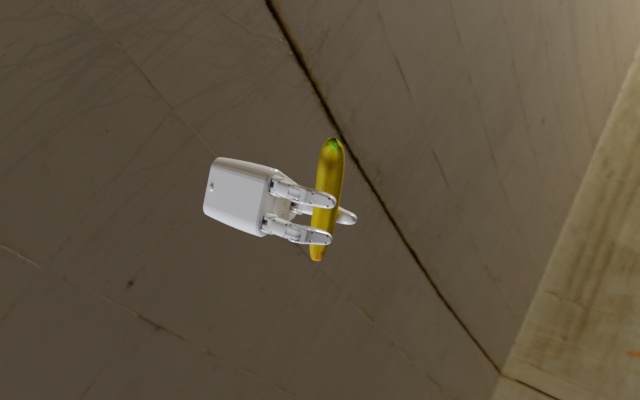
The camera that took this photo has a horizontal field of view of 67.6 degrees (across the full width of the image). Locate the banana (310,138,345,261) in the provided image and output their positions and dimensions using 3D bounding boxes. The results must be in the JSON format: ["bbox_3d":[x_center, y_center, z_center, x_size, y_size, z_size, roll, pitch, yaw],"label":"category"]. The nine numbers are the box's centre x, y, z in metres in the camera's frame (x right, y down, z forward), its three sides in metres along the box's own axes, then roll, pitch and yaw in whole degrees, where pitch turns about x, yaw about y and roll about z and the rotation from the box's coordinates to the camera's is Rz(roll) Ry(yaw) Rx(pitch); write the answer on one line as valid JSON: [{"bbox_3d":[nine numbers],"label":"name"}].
[{"bbox_3d":[0.007,-0.009,0.679,0.037,0.198,0.069,15,31,15],"label":"banana"}]
